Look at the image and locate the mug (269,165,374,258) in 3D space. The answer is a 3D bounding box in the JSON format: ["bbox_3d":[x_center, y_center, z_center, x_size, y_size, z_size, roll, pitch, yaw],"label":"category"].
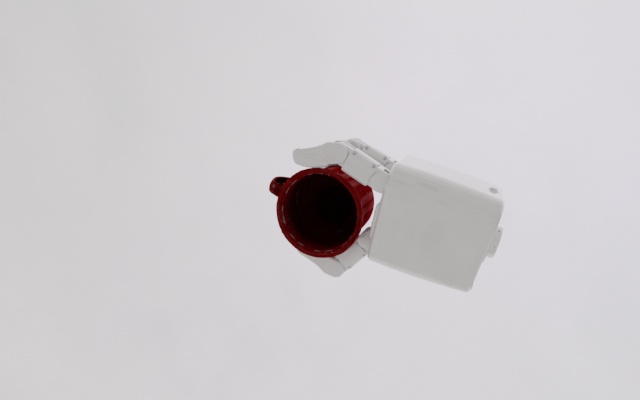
[{"bbox_3d":[-0.001,0.001,0.519,0.117,0.093,0.081,21,17,15],"label":"mug"}]
